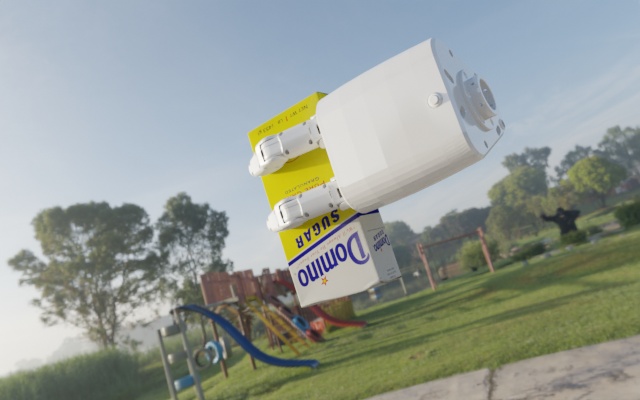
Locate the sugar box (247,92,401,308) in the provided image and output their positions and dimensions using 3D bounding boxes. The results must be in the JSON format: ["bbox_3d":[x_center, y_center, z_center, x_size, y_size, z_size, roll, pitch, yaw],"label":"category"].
[{"bbox_3d":[0.000,0.001,0.440,0.093,0.176,0.048,-24,-12,34],"label":"sugar box"}]
